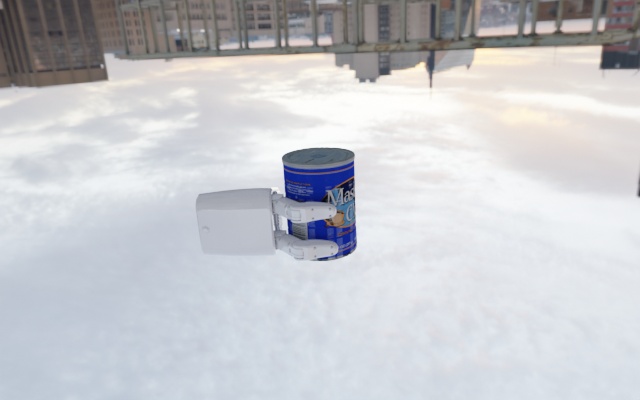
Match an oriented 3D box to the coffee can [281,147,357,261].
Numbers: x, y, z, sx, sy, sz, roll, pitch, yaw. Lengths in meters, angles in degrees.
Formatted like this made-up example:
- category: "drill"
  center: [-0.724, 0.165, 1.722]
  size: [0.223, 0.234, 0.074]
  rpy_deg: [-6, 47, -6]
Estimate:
- category: "coffee can"
  center: [0.000, 0.002, 0.687]
  size: [0.103, 0.140, 0.102]
  rpy_deg: [-3, 19, 1]
